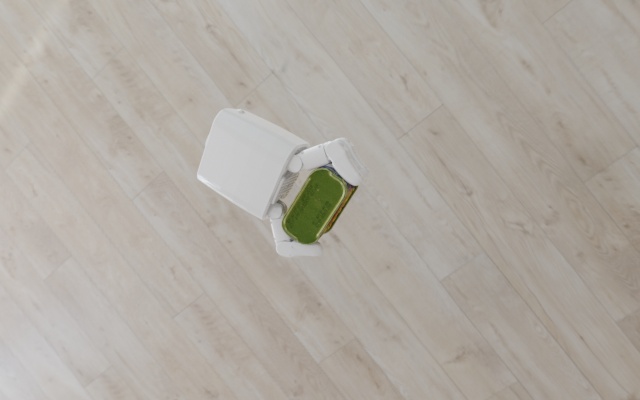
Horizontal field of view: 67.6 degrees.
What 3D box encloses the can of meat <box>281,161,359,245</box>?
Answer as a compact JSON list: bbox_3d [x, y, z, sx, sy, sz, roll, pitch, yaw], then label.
[{"bbox_3d":[0.000,0.002,0.607,0.057,0.102,0.084,33,14,5],"label":"can of meat"}]
